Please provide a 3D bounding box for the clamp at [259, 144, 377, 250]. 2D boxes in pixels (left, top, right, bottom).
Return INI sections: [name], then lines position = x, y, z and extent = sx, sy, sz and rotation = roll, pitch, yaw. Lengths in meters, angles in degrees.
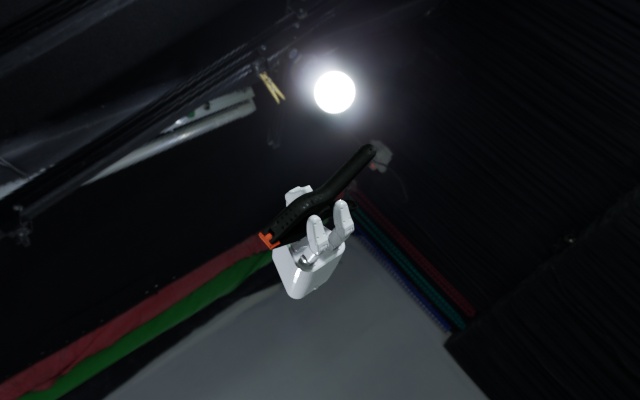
[clamp]
position = -0.001, 0.002, 0.727
extent = 0.210, 0.036, 0.165
rotation = -29, -27, -33
